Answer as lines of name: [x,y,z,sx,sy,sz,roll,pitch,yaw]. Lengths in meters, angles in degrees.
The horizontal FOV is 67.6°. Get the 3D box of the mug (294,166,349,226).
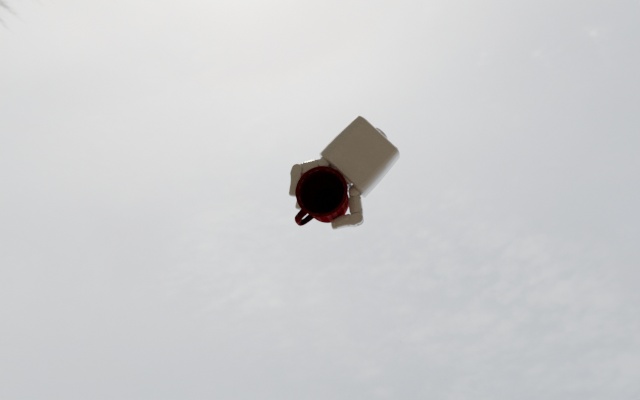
mug: [-0.001,0.004,0.866,0.093,0.117,0.081,42,-4,18]
